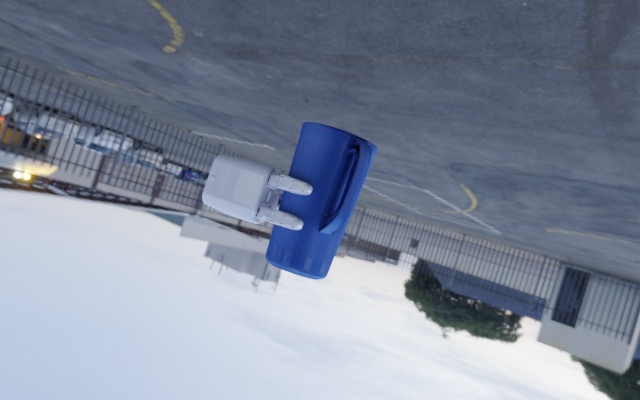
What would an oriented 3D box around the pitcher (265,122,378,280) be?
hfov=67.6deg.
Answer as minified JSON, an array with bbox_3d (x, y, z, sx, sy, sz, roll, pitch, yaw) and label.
[{"bbox_3d":[0.000,0.003,0.783,0.145,0.243,0.149,18,-2,17],"label":"pitcher"}]
